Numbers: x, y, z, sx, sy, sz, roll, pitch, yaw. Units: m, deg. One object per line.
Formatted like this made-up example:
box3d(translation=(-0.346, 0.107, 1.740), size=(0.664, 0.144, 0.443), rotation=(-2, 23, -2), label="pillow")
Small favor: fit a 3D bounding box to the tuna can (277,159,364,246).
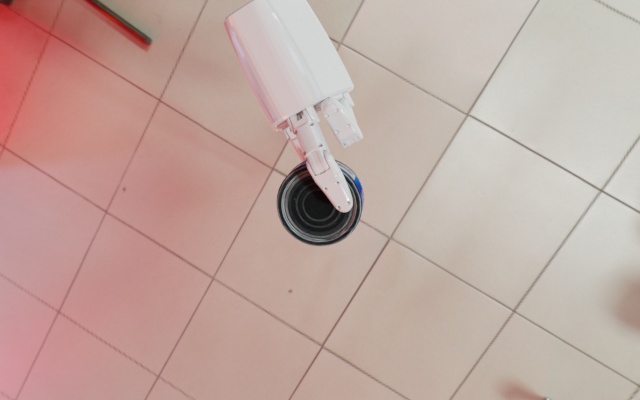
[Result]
box3d(translation=(0.000, 0.002, 0.475), size=(0.086, 0.086, 0.033), rotation=(0, 14, 7), label="tuna can")
